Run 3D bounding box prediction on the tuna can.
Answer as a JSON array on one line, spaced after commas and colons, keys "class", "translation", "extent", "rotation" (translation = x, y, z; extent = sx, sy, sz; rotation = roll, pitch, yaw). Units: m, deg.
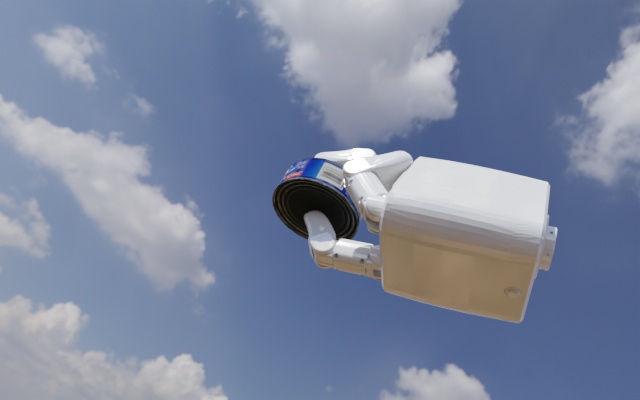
[{"class": "tuna can", "translation": [0.000, 0.001, 0.453], "extent": [0.086, 0.086, 0.033], "rotation": [0, 43, 30]}]
